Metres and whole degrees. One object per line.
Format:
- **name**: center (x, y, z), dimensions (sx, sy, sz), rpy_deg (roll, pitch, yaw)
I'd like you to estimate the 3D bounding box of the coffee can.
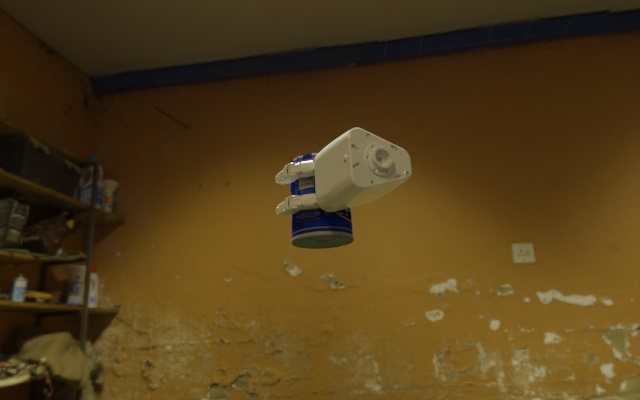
- **coffee can**: center (0.000, 0.003, 0.805), dimensions (0.103, 0.140, 0.103), rpy_deg (-3, -17, -1)
